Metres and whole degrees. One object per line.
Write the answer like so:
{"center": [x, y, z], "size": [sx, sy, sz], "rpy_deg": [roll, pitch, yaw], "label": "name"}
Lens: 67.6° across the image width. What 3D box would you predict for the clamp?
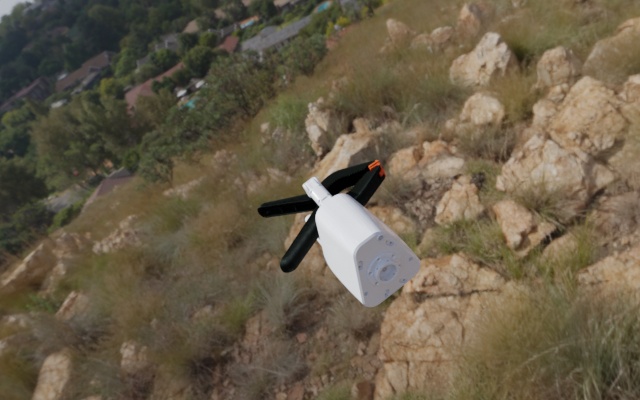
{"center": [0.000, 0.002, 0.726], "size": [0.210, 0.036, 0.164], "rpy_deg": [-37, 37, -5], "label": "clamp"}
